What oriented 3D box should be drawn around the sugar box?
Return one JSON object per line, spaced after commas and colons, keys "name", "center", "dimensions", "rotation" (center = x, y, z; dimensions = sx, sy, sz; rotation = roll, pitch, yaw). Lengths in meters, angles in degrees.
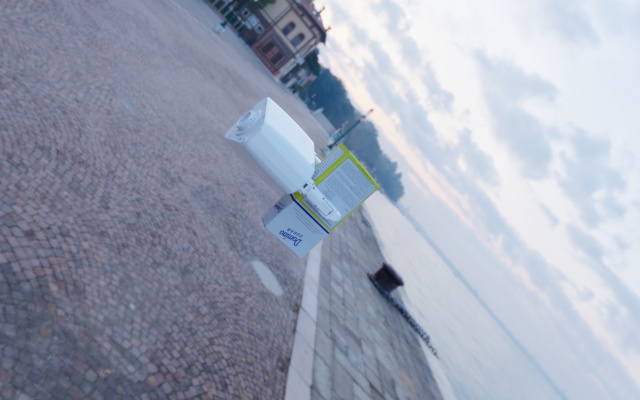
{"name": "sugar box", "center": [0.000, 0.002, 0.766], "dimensions": [0.093, 0.176, 0.048], "rotation": [46, 7, -30]}
